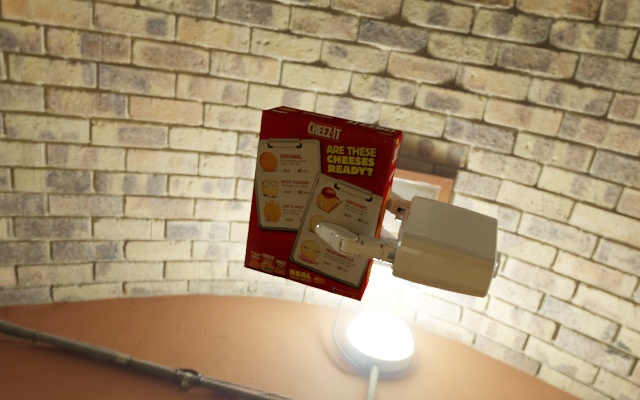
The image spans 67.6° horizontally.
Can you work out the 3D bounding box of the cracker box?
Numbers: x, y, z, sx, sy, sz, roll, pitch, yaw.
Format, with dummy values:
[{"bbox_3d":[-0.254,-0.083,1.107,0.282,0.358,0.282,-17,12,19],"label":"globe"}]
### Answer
[{"bbox_3d":[0.000,0.002,0.605,0.164,0.214,0.072,14,20,12],"label":"cracker box"}]
